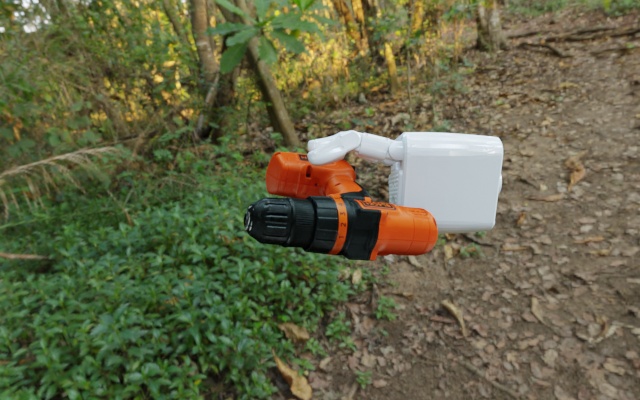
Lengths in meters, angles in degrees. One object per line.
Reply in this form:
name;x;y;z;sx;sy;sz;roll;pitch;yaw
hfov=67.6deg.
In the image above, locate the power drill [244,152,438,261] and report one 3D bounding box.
power drill;0.000;0.001;0.490;0.184;0.057;0.187;7;19;-22
